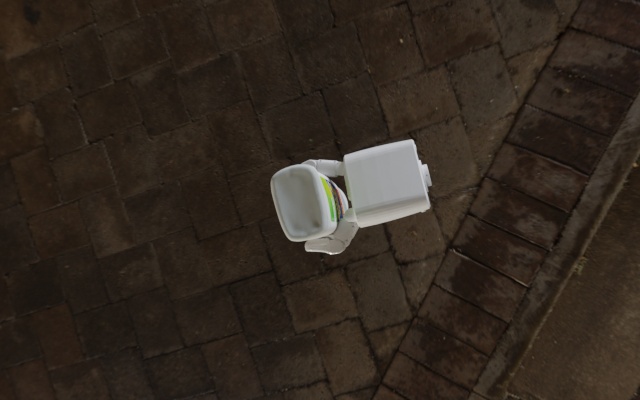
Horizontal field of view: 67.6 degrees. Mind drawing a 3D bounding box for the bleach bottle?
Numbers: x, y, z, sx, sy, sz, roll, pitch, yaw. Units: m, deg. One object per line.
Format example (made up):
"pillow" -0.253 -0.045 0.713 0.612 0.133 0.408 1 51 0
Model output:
"bleach bottle" 0.000 0.003 0.735 0.068 0.102 0.251 -15 -2 13
